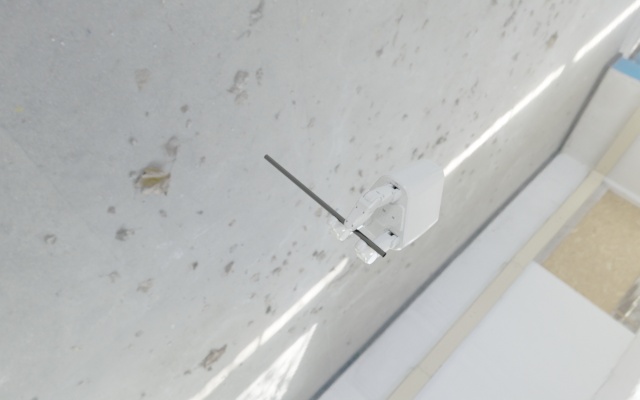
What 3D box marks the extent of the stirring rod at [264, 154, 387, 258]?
[{"bbox_3d":[0.000,0.002,0.673,0.239,0.011,0.011,40,20,26],"label":"stirring rod"}]
